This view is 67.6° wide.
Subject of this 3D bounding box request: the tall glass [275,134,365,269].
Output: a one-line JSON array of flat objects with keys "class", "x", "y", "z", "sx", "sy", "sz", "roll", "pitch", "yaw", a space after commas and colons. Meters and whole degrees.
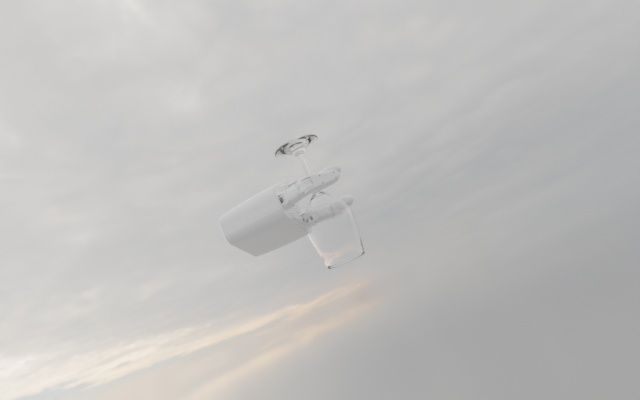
[{"class": "tall glass", "x": 0.000, "y": 0.002, "z": 0.741, "sx": 0.079, "sy": 0.201, "sz": 0.079, "roll": -23, "pitch": -12, "yaw": -5}]
